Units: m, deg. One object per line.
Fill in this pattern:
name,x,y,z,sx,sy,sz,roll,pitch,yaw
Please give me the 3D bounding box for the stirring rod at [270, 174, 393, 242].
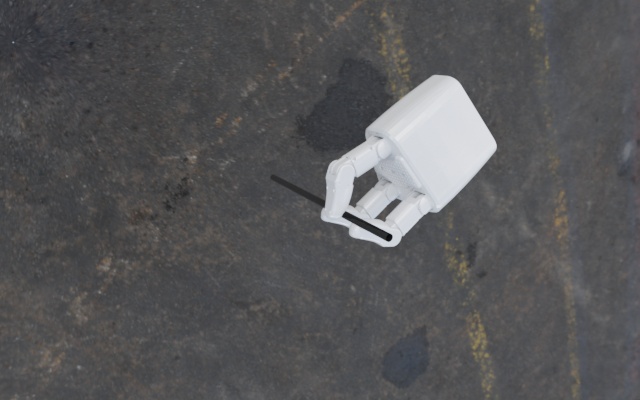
stirring rod,0.000,0.002,0.531,0.011,0.011,0.239,0,16,-33
